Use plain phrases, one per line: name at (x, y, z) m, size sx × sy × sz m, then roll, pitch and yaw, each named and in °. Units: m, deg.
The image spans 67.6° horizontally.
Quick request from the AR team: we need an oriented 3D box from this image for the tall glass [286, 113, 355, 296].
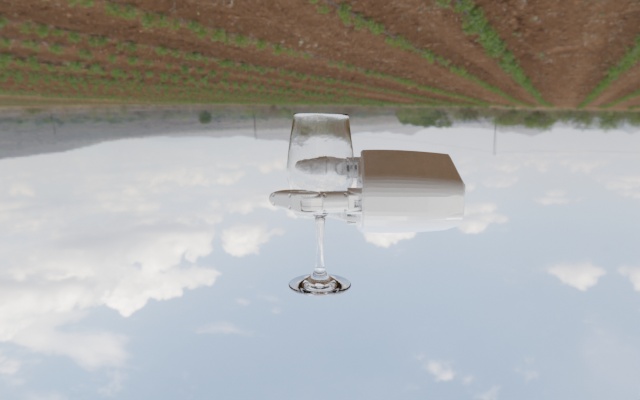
tall glass at (0.000, 0.002, 0.548) m, size 0.079 × 0.201 × 0.079 m, roll 0°, pitch 10°, yaw 0°
